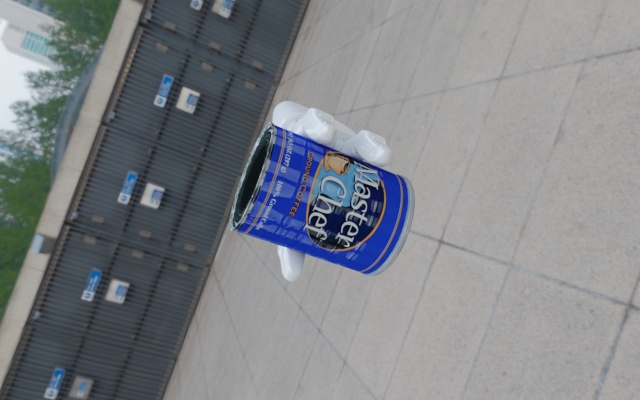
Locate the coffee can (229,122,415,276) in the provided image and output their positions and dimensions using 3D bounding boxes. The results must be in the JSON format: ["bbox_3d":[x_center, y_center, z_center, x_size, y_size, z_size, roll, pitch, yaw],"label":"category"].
[{"bbox_3d":[0.000,0.002,0.443,0.140,0.103,0.103,20,-6,-17],"label":"coffee can"}]
